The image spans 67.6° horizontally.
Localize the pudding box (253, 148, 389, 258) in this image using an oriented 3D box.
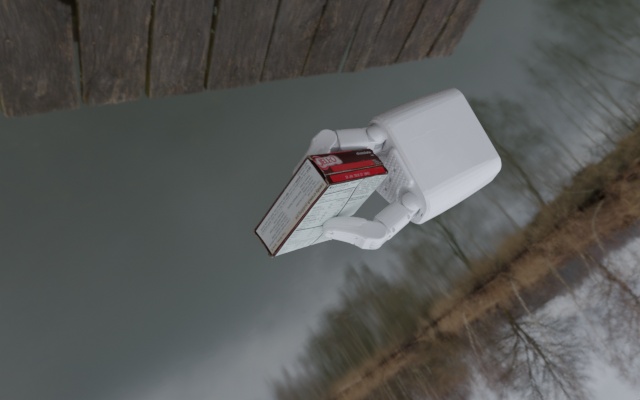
[{"bbox_3d":[0.000,0.002,0.458,0.090,0.039,0.113,-11,-33,-46],"label":"pudding box"}]
